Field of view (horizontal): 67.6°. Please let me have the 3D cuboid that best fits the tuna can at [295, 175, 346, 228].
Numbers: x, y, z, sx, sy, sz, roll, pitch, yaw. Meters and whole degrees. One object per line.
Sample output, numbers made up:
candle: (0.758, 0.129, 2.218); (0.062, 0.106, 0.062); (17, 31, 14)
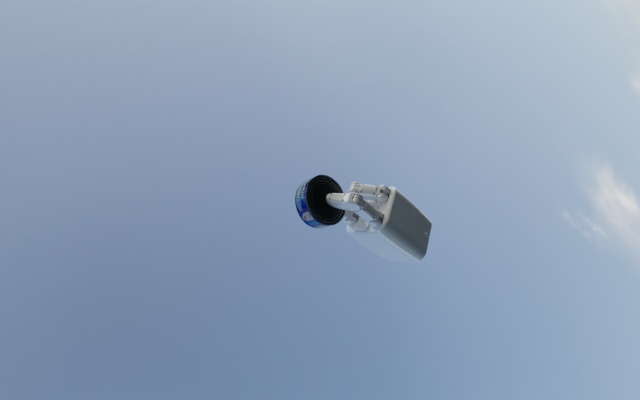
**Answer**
tuna can: (0.000, 0.003, 0.793); (0.086, 0.086, 0.034); (0, -14, -41)
